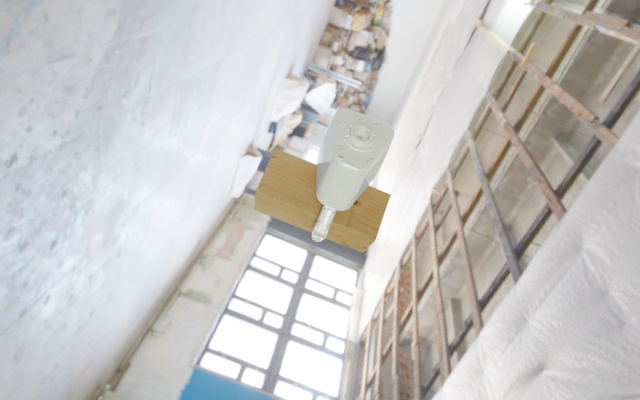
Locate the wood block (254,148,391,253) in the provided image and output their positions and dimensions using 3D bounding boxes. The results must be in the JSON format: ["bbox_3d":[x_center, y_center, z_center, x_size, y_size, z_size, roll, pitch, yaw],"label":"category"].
[{"bbox_3d":[0.000,0.003,0.809,0.206,0.090,0.090,22,-20,-1],"label":"wood block"}]
